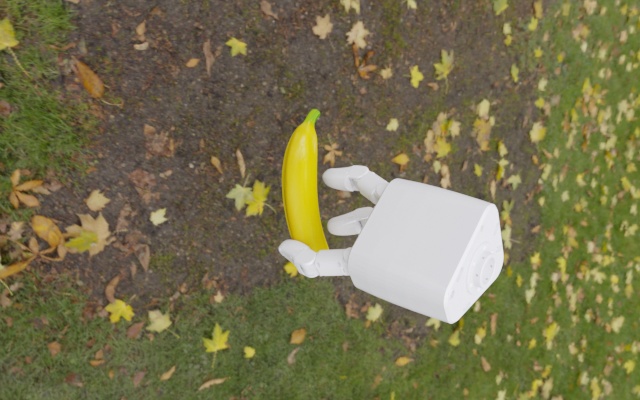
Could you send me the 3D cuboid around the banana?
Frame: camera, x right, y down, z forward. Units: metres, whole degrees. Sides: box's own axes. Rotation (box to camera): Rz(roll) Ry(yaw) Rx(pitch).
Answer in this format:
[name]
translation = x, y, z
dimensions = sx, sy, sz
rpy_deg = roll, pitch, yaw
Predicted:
[banana]
translation = -0.012, 0.004, 0.527
dimensions = 0.037, 0.198, 0.069
rpy_deg = 13, 24, 38
